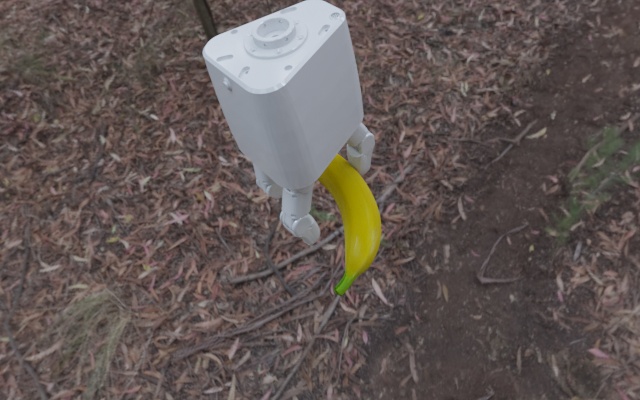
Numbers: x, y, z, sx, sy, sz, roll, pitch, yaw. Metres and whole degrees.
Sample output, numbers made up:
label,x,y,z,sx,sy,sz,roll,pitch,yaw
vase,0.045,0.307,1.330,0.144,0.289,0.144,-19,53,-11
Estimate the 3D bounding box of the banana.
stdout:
label,x,y,z,sx,sy,sz,roll,pitch,yaw
banana,0.019,-0.002,0.499,0.069,0.197,0.037,-20,-37,1
